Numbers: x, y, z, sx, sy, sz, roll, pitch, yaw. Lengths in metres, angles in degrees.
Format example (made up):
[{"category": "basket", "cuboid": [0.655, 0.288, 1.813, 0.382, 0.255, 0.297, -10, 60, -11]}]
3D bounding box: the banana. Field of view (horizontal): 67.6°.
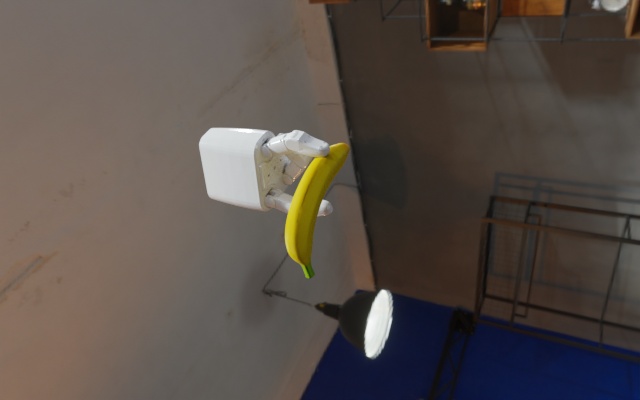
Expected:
[{"category": "banana", "cuboid": [-0.007, -0.002, 0.629, 0.037, 0.197, 0.070, 9, -20, 26]}]
